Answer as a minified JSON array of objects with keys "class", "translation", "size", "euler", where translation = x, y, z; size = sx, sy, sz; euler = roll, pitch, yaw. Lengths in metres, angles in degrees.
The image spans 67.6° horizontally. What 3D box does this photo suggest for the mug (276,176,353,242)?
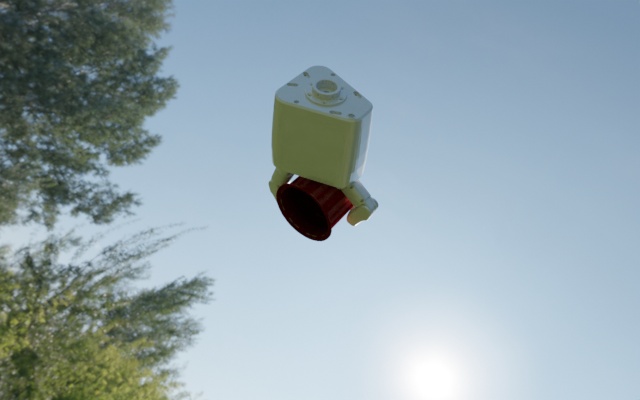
[{"class":"mug","translation":[0.000,0.003,0.657],"size":[0.093,0.117,0.081],"euler":[33,54,20]}]
